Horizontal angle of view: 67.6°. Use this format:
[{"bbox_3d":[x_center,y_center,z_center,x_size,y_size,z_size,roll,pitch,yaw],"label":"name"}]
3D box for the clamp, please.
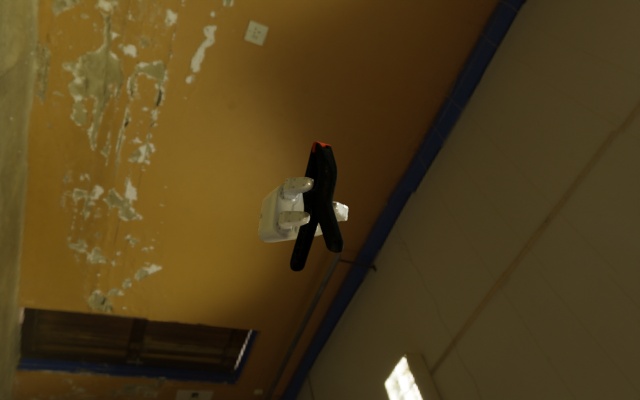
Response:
[{"bbox_3d":[0.001,0.002,0.748,0.036,0.210,0.164,12,-15,-22],"label":"clamp"}]
